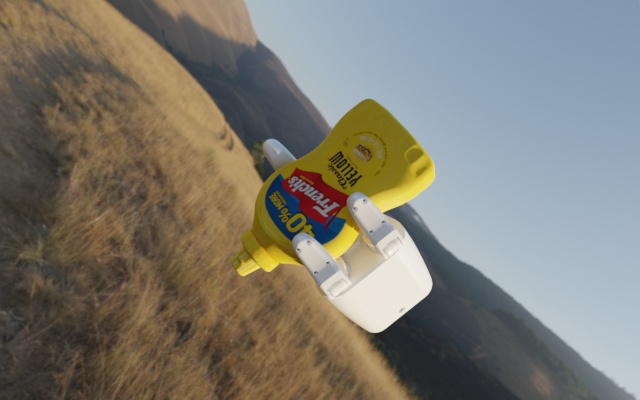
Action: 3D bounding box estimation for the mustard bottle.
[{"bbox_3d":[0.000,0.001,0.426,0.191,0.096,0.058,-39,-21,1],"label":"mustard bottle"}]
